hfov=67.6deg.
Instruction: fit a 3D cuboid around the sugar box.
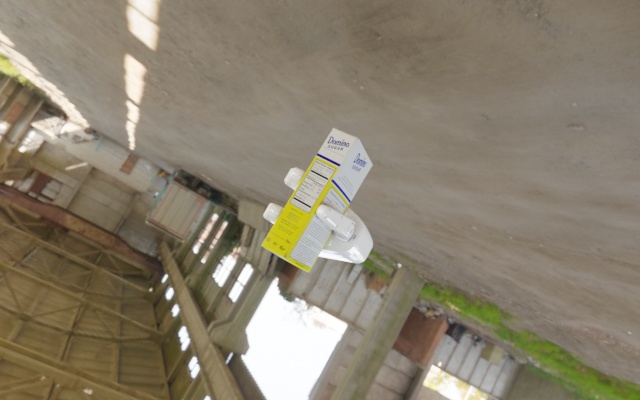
[{"bbox_3d":[0.000,0.002,0.626,0.048,0.176,0.093,26,-9,24],"label":"sugar box"}]
